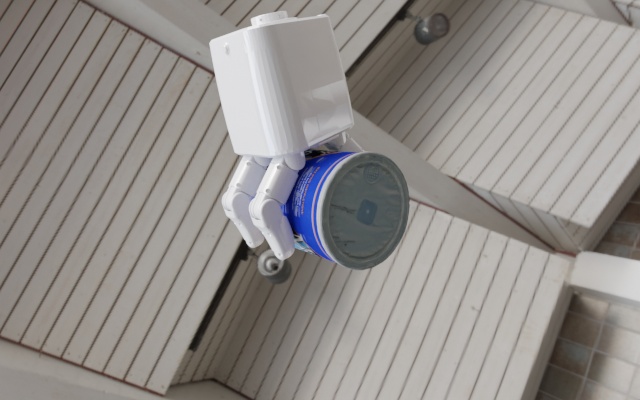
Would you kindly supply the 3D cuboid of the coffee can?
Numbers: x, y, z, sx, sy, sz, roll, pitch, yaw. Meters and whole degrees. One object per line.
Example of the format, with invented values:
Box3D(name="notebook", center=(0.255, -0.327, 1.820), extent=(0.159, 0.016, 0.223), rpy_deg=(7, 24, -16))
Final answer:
Box3D(name="coffee can", center=(0.000, 0.002, 0.464), extent=(0.103, 0.103, 0.140), rpy_deg=(0, 7, -37))
